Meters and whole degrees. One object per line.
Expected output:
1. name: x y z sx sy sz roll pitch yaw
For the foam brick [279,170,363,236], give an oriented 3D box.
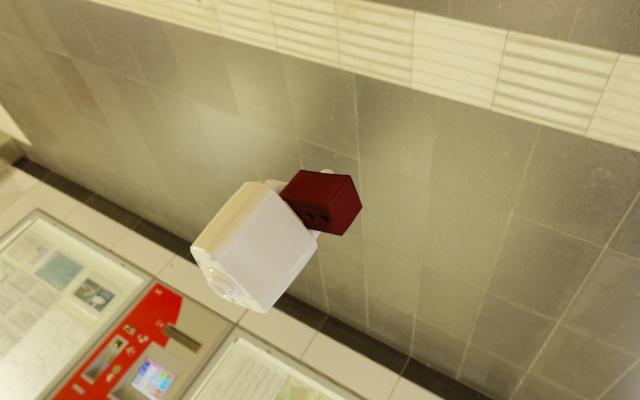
1. foam brick: 0.000 0.002 0.563 0.078 0.053 0.051 8 48 39
